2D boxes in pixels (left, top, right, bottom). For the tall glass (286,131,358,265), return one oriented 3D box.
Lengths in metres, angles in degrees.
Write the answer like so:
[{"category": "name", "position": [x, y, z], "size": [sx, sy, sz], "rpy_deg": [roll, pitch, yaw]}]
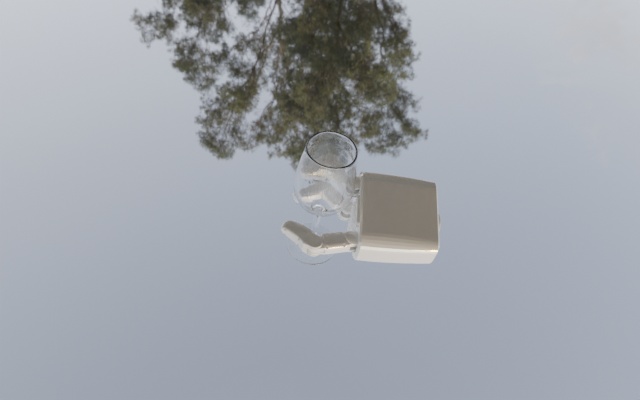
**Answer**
[{"category": "tall glass", "position": [0.000, 0.003, 0.631], "size": [0.079, 0.079, 0.201], "rpy_deg": [0, -38, -9]}]
